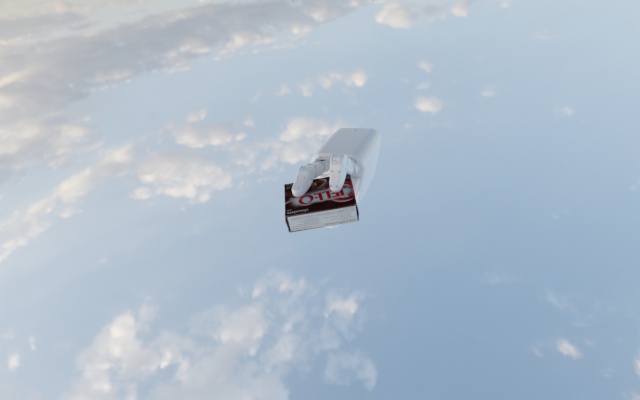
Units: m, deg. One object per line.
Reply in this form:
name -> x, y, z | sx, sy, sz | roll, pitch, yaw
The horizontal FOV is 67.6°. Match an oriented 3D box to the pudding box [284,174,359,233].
pudding box -> 0.000, 0.003, 0.756 | 0.113, 0.039, 0.090 | -12, 34, 3
